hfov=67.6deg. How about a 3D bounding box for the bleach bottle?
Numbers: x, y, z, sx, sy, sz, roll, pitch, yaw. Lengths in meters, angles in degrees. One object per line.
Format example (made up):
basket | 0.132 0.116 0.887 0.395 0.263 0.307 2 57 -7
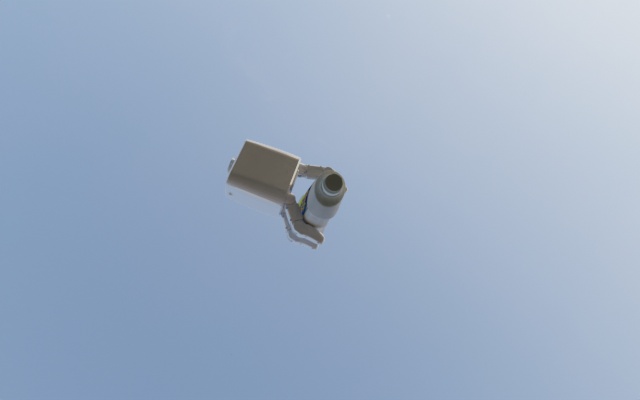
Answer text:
bleach bottle | 0.000 0.003 0.837 0.068 0.102 0.251 19 -20 -4
